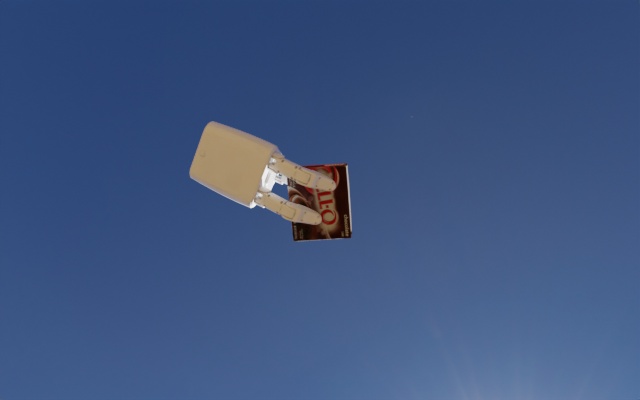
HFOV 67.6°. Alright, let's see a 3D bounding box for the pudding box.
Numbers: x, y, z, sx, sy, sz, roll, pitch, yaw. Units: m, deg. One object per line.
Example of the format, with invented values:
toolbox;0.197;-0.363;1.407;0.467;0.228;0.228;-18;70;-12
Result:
pudding box;0.000;0.002;0.723;0.090;0.113;0.039;-4;10;9
